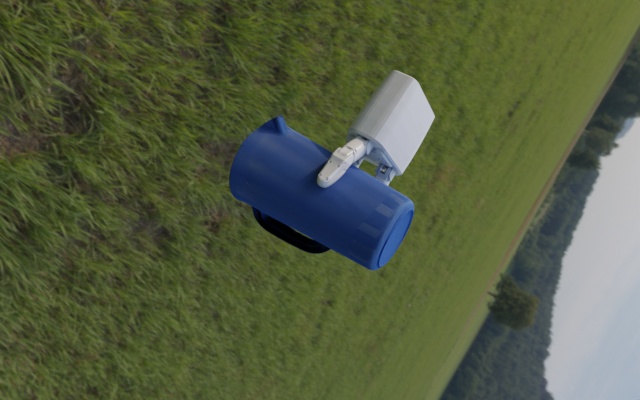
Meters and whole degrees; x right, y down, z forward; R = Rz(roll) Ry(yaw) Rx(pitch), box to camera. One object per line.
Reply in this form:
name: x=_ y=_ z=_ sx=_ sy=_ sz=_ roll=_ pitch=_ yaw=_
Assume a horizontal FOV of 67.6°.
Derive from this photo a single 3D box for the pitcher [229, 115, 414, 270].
pitcher: x=0.000 y=0.002 z=0.676 sx=0.243 sy=0.145 sz=0.149 roll=30 pitch=-10 yaw=21
